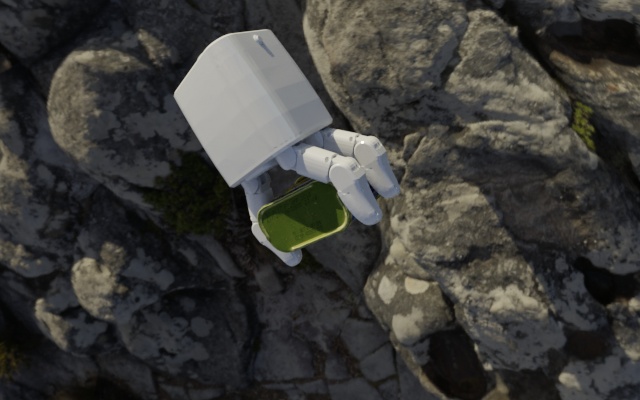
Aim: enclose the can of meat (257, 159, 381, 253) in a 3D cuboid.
[{"bbox_3d":[0.000,0.002,0.461,0.102,0.057,0.084,-26,8,33],"label":"can of meat"}]
